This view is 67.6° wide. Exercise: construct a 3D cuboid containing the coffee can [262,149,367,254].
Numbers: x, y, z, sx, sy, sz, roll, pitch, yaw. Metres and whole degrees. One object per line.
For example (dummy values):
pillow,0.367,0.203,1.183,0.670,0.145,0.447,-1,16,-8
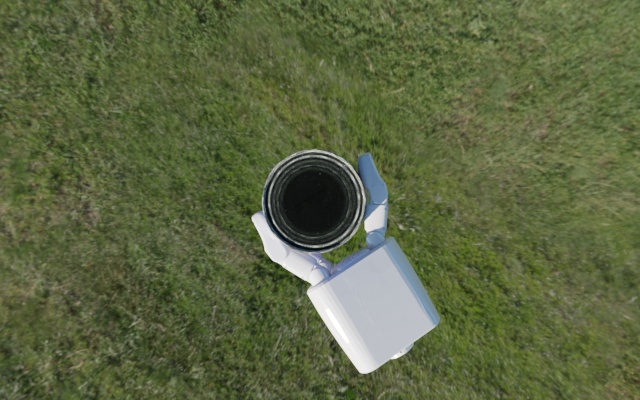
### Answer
coffee can,0.000,0.002,0.533,0.103,0.103,0.140,0,-1,6
